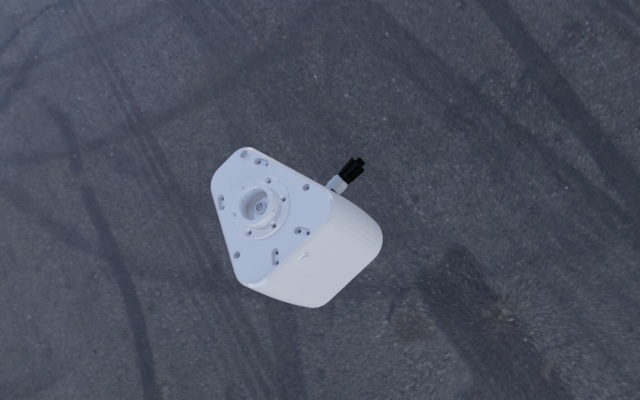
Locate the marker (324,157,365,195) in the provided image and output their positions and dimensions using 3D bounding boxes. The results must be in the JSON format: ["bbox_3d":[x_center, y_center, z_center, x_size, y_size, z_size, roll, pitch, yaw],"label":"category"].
[{"bbox_3d":[0.000,0.002,0.488,0.020,0.121,0.020,44,5,-5],"label":"marker"}]
